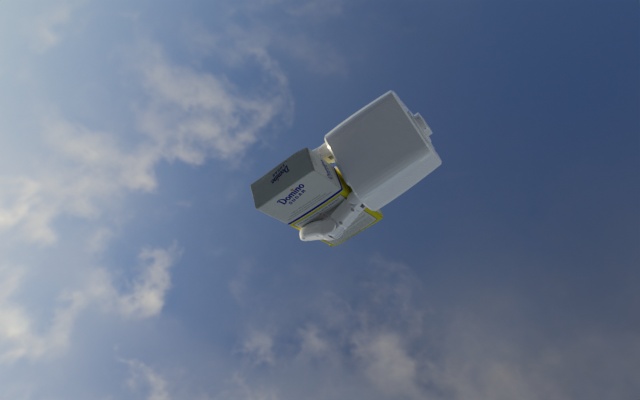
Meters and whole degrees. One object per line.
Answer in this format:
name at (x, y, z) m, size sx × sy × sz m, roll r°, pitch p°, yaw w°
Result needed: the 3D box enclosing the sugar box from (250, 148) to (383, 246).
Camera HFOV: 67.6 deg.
sugar box at (0.000, 0.002, 0.634) m, size 0.093 × 0.048 × 0.176 m, roll -33°, pitch -38°, yaw 19°
